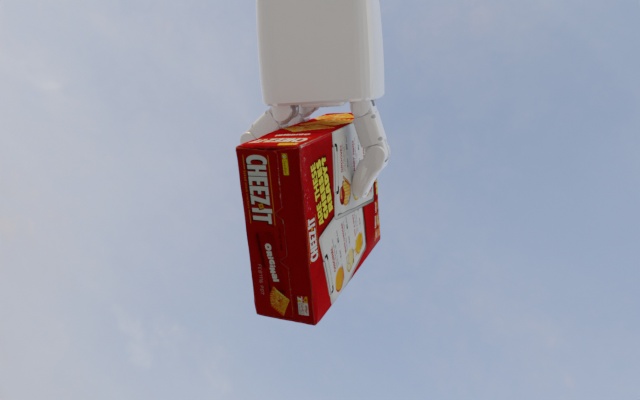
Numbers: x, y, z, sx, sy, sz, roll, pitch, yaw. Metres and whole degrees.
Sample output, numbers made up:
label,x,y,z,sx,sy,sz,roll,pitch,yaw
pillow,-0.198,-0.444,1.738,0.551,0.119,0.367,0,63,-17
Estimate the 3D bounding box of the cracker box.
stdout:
label,x,y,z,sx,sy,sz,roll,pitch,yaw
cracker box,0.000,0.002,0.502,0.072,0.164,0.213,2,18,23
